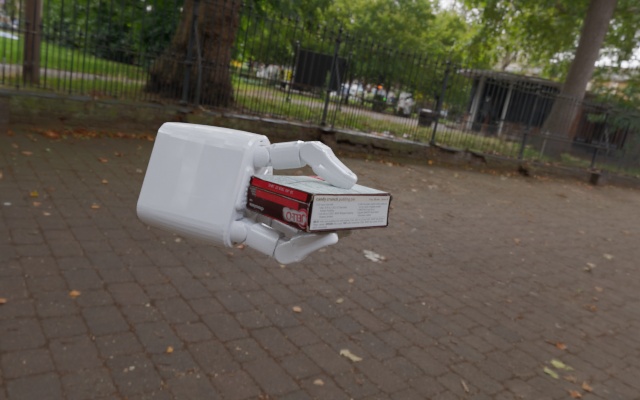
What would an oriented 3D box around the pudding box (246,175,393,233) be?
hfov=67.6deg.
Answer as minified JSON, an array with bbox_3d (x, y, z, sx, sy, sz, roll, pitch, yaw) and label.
[{"bbox_3d":[0.000,0.001,0.460,0.113,0.039,0.090,-3,15,-44],"label":"pudding box"}]
